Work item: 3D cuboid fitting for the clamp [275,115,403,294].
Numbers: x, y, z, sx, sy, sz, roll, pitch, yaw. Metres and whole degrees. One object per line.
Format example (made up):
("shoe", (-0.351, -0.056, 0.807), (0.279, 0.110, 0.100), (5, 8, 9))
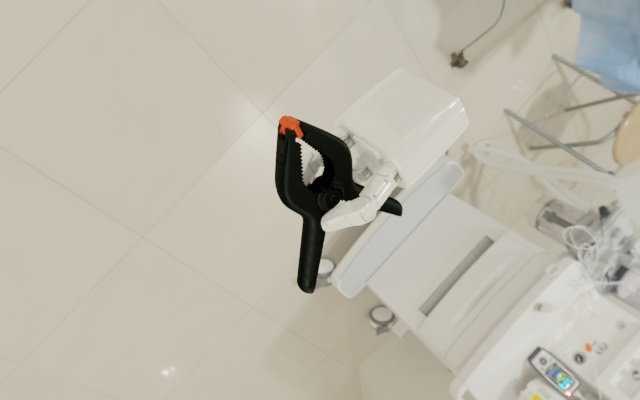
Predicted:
("clamp", (0.000, 0.002, 0.532), (0.036, 0.164, 0.210), (32, -17, 49))
